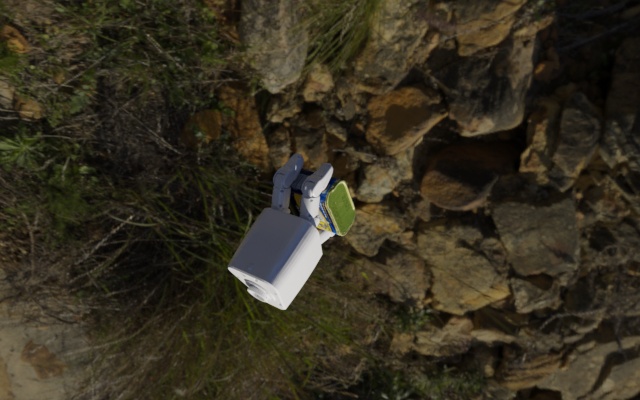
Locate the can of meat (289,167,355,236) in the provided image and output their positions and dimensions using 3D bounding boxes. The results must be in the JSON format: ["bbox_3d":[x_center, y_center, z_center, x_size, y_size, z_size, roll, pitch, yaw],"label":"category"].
[{"bbox_3d":[0.000,0.003,0.735,0.084,0.057,0.102,17,-32,33],"label":"can of meat"}]
